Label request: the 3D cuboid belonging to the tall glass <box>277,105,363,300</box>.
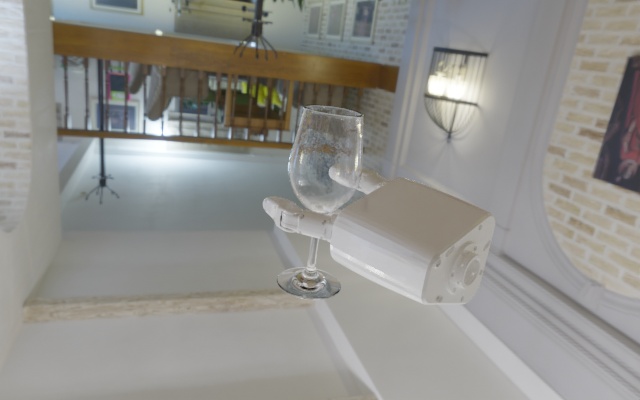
[{"bbox_3d":[0.000,0.002,0.517,0.079,0.201,0.079,7,18,-2],"label":"tall glass"}]
